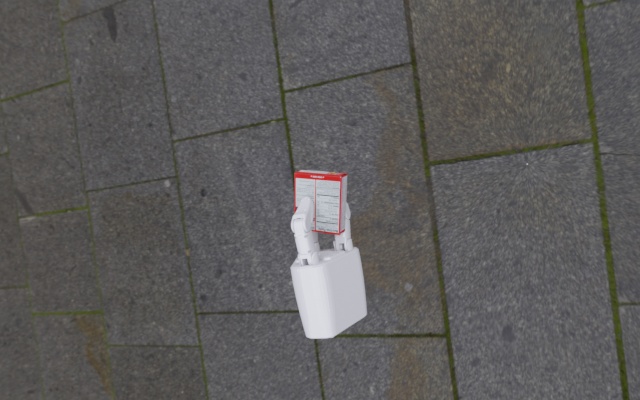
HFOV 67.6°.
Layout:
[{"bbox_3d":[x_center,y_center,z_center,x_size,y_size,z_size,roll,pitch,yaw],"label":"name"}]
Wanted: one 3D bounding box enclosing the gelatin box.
[{"bbox_3d":[0.000,0.002,0.700,0.073,0.089,0.030,6,15,21],"label":"gelatin box"}]
